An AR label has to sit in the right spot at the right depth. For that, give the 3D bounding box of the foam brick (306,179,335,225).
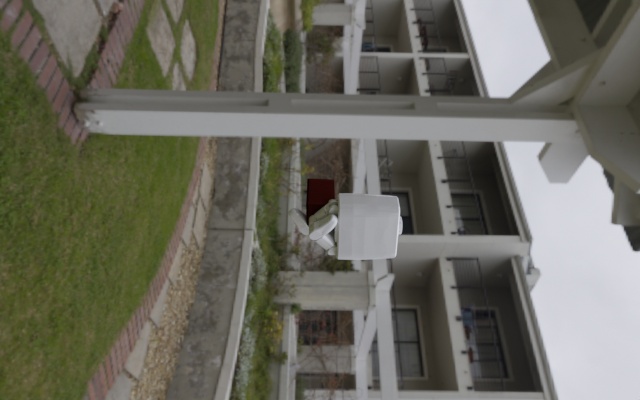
[{"bbox_3d":[0.000,0.003,0.886,0.051,0.053,0.078,0,40,0],"label":"foam brick"}]
